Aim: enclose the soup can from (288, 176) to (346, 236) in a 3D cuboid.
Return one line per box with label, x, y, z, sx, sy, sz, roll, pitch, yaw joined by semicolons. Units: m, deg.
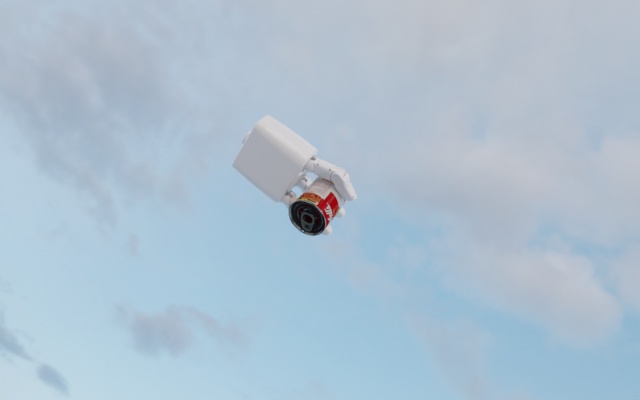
soup can;0.001;0.003;0.798;0.068;0.068;0.102;0;32;31
